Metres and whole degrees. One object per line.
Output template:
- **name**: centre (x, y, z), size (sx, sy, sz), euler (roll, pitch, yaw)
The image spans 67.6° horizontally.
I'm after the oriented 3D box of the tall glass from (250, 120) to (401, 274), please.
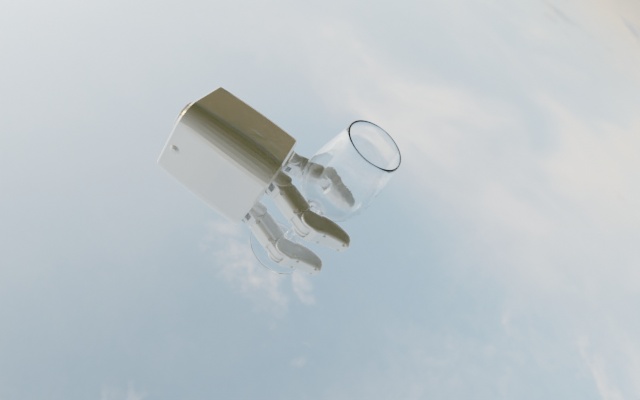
- **tall glass**: centre (0.000, 0.002, 0.515), size (0.079, 0.079, 0.201), euler (0, -33, -39)
